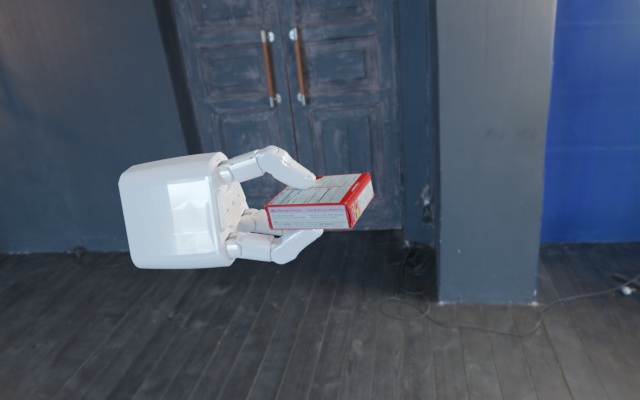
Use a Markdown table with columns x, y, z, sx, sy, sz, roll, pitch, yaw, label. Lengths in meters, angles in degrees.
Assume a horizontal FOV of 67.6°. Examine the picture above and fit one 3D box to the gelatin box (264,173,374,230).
| x | y | z | sx | sy | sz | roll | pitch | yaw | label |
| --- | --- | --- | --- | --- | --- | --- | --- | --- | --- |
| 0.000 | 0.001 | 0.475 | 0.089 | 0.030 | 0.073 | -3 | 23 | 25 | gelatin box |
